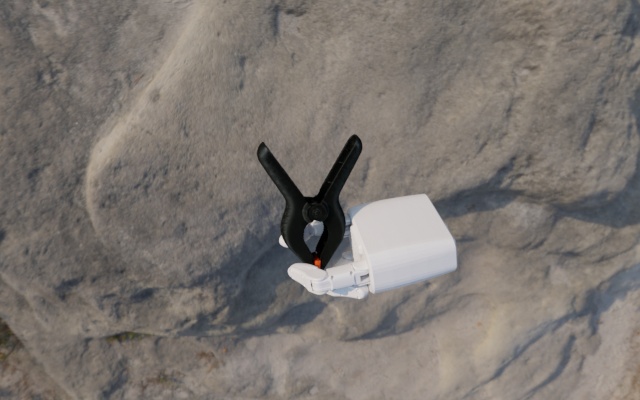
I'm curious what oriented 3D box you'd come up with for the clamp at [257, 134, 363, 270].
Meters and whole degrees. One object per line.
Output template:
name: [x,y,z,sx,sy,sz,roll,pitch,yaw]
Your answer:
clamp: [0.000,0.002,0.562,0.120,0.171,0.039,-12,24,-4]
